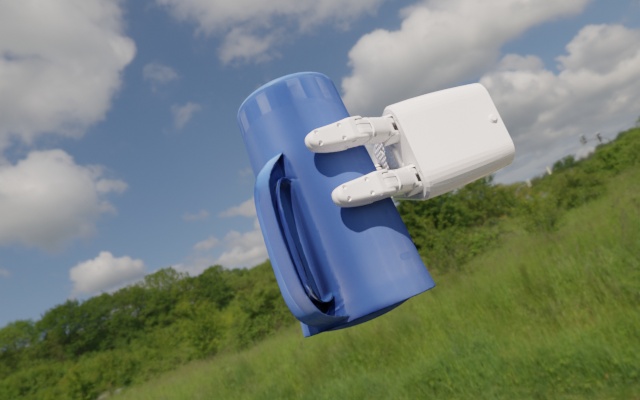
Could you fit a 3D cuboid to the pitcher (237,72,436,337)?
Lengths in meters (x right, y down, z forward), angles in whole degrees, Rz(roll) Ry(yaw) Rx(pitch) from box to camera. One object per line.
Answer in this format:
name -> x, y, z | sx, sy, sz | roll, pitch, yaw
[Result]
pitcher -> 0.000, 0.001, 0.466 | 0.145, 0.242, 0.149 | -19, -12, -14
